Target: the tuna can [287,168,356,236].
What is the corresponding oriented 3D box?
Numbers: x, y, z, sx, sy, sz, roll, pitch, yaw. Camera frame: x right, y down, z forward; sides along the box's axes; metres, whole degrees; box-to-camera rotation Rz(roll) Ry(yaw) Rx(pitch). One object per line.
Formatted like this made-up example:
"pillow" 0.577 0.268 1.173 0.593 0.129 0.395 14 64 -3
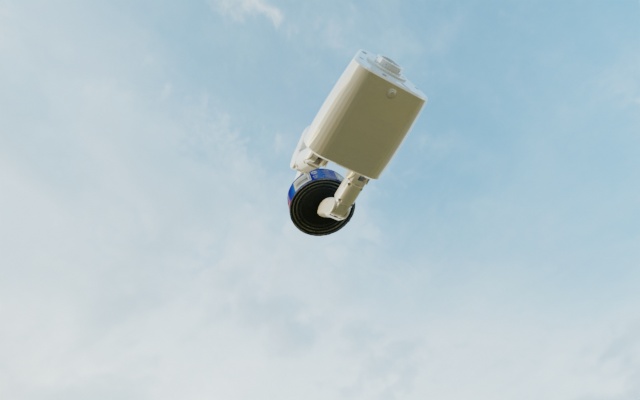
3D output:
"tuna can" 0.000 0.002 0.621 0.086 0.086 0.033 0 31 -12
